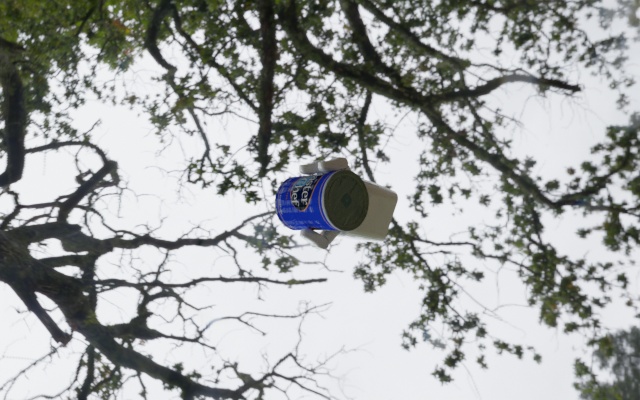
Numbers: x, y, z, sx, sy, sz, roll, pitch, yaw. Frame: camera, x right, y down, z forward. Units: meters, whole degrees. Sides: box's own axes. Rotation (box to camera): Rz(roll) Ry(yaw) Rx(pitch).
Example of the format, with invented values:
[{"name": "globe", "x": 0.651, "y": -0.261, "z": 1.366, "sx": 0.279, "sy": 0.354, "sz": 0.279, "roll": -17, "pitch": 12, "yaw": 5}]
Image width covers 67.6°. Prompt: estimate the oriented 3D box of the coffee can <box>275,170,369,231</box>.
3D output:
[{"name": "coffee can", "x": 0.000, "y": 0.003, "z": 0.845, "sx": 0.103, "sy": 0.103, "sz": 0.140, "roll": 0, "pitch": -2, "yaw": -40}]
